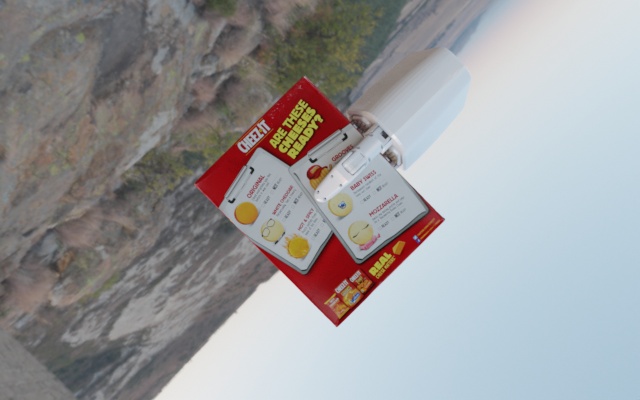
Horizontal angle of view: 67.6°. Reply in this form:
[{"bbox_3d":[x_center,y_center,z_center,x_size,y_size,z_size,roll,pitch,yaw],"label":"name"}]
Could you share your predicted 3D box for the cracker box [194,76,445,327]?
[{"bbox_3d":[0.000,0.002,0.527,0.164,0.213,0.072,-45,1,-2],"label":"cracker box"}]
